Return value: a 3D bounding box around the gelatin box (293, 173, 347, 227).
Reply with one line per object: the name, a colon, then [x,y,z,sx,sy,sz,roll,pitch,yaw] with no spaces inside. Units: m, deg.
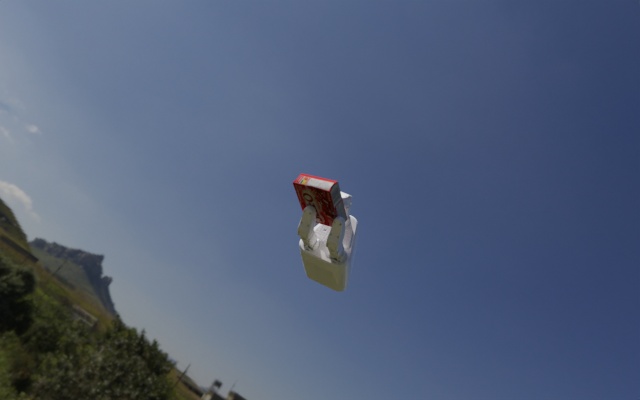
gelatin box: [0.000,0.002,0.793,0.073,0.089,0.030,15,49,31]
